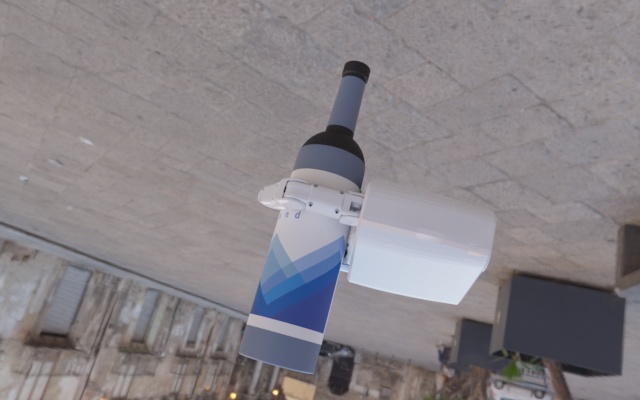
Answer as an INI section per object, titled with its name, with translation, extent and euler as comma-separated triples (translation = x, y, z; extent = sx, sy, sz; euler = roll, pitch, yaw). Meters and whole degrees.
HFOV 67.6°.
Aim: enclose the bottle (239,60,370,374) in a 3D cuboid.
[bottle]
translation = 0.000, 0.002, 0.444
extent = 0.069, 0.295, 0.069
euler = 14, -16, 4
